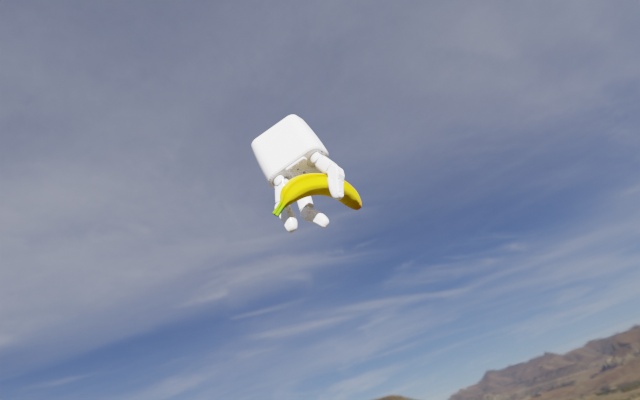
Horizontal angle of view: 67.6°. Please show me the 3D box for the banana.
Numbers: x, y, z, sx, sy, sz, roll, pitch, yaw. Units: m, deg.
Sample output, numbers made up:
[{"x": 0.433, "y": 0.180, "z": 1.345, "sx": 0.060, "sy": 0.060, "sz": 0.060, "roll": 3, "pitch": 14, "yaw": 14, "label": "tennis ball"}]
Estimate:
[{"x": 0.003, "y": -0.014, "z": 0.824, "sx": 0.198, "sy": 0.070, "sz": 0.037, "roll": -2, "pitch": 29, "yaw": -39, "label": "banana"}]
